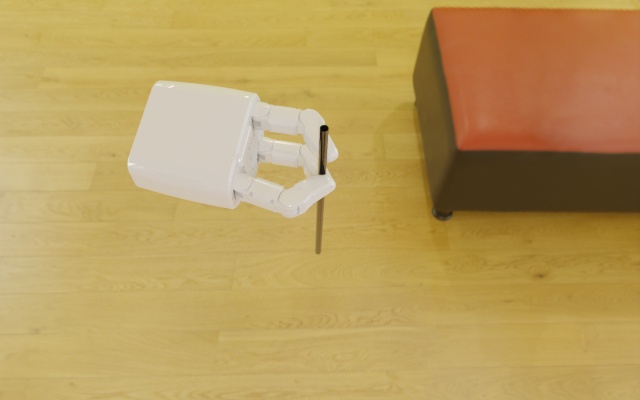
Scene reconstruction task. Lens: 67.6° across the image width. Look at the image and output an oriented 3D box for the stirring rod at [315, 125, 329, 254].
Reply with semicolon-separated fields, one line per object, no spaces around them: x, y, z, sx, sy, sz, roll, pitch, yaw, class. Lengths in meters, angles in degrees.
0.000;0.002;0.516;0.011;0.011;0.240;0;-32;-2;stirring rod
